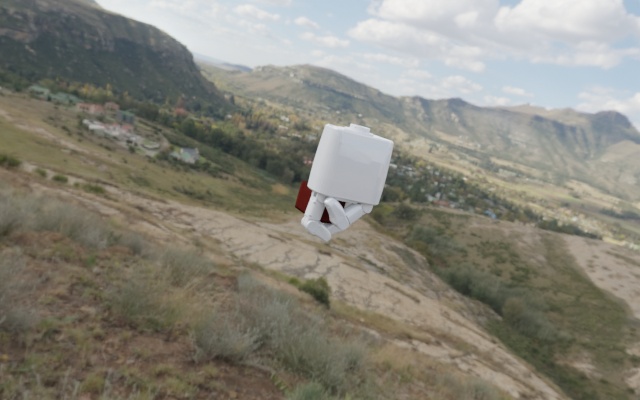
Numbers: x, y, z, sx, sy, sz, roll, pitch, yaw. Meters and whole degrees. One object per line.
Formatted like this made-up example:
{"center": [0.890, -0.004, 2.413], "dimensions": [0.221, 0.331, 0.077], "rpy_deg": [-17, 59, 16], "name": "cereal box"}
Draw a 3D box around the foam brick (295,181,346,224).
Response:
{"center": [0.000, 0.003, 0.822], "dimensions": [0.053, 0.051, 0.078], "rpy_deg": [6, 15, -32], "name": "foam brick"}
